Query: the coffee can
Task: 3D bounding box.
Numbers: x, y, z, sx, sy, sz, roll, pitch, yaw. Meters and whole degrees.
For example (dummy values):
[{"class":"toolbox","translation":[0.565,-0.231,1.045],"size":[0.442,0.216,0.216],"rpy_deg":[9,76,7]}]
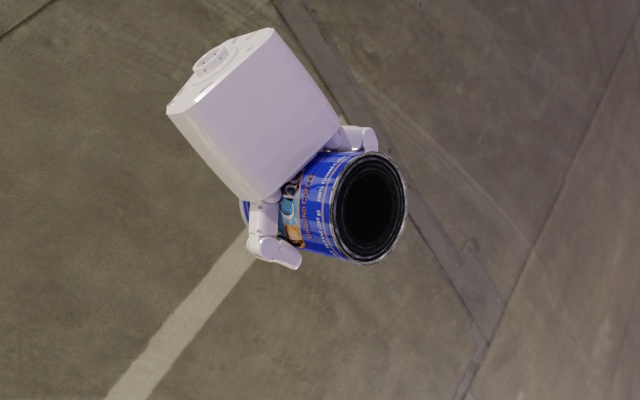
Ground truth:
[{"class":"coffee can","translation":[0.000,0.002,0.475],"size":[0.103,0.103,0.140],"rpy_deg":[0,5,-42]}]
